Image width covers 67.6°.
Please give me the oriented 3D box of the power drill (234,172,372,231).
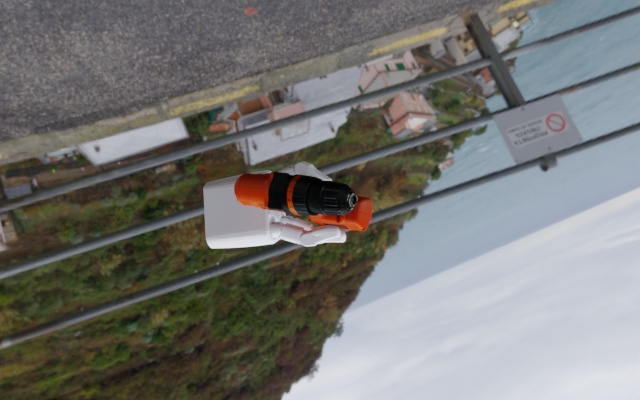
[{"bbox_3d":[0.000,0.002,0.676,0.184,0.057,0.188,9,-7,33],"label":"power drill"}]
